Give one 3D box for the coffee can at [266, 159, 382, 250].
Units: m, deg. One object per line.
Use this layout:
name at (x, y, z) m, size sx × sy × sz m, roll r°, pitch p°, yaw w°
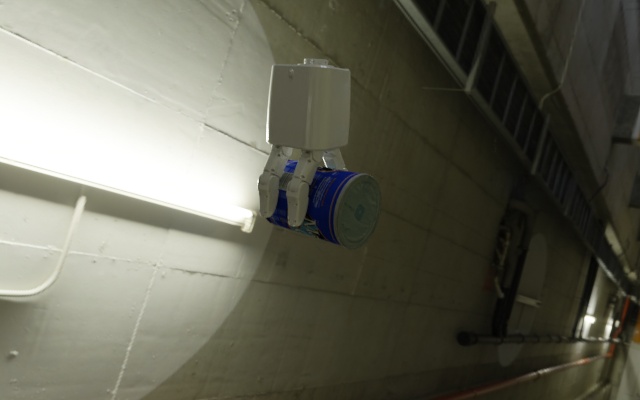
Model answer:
coffee can at (0.000, 0.002, 0.675) m, size 0.140 × 0.103 × 0.103 m, roll 14°, pitch 9°, yaw 37°
